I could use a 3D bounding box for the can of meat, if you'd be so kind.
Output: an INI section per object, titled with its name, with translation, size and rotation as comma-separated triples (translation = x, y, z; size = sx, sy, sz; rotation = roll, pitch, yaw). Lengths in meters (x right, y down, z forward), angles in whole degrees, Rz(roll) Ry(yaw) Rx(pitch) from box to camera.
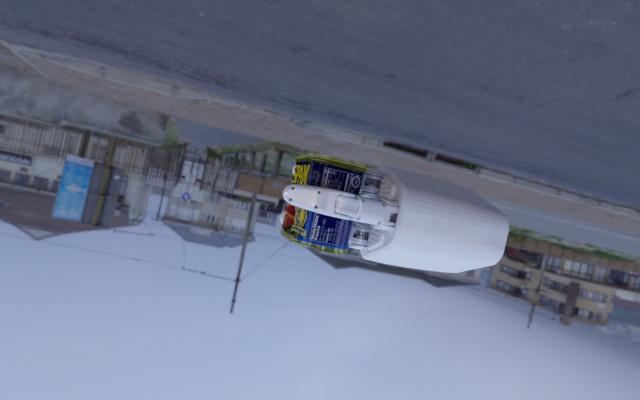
[can of meat]
translation = 0.000, 0.002, 0.464
size = 0.057, 0.084, 0.102
rotation = 12, 1, -15
